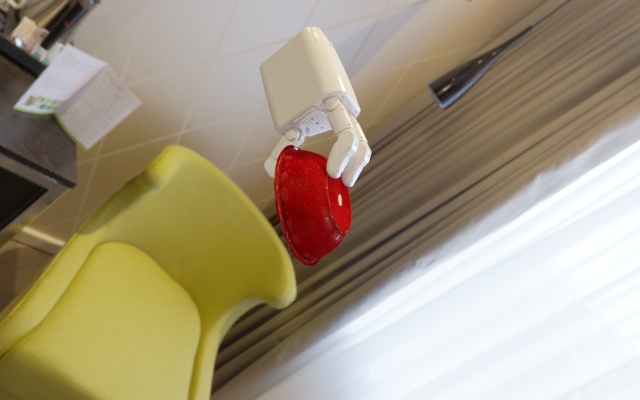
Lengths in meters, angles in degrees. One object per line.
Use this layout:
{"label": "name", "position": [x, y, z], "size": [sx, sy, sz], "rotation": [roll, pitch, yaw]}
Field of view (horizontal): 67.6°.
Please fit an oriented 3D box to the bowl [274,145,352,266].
{"label": "bowl", "position": [0.001, 0.003, 0.620], "size": [0.055, 0.162, 0.162], "rotation": [-10, -4, 20]}
